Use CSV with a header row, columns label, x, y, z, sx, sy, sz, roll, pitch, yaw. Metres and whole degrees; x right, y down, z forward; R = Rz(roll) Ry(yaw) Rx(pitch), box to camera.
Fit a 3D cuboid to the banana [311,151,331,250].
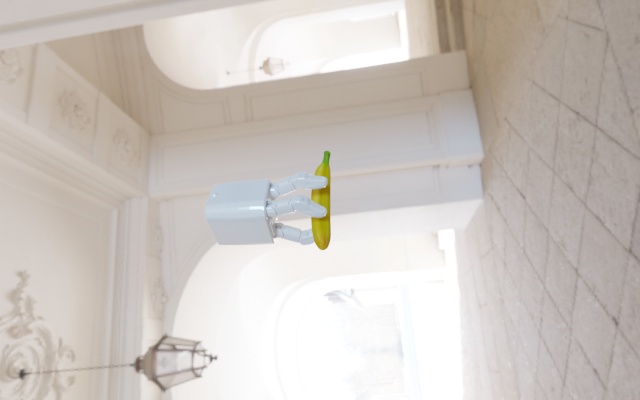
label,x,y,z,sx,sy,sz,roll,pitch,yaw
banana,0.001,0.009,0.863,0.037,0.197,0.070,0,-29,1
